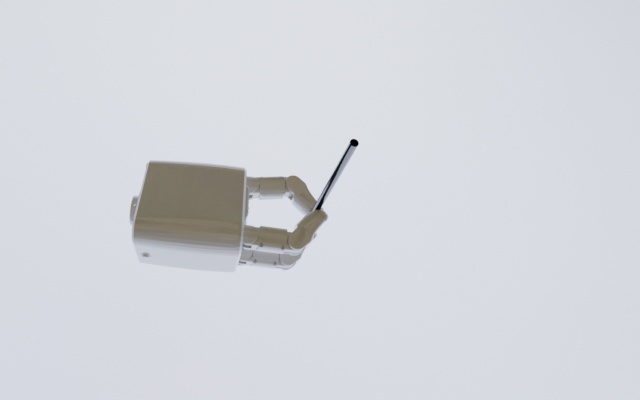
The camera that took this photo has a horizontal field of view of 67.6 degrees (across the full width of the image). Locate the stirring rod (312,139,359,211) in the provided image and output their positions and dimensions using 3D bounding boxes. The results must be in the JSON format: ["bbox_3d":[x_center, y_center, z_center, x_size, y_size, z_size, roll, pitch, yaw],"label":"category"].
[{"bbox_3d":[0.000,0.002,0.505,0.011,0.011,0.240,0,-25,-15],"label":"stirring rod"}]
